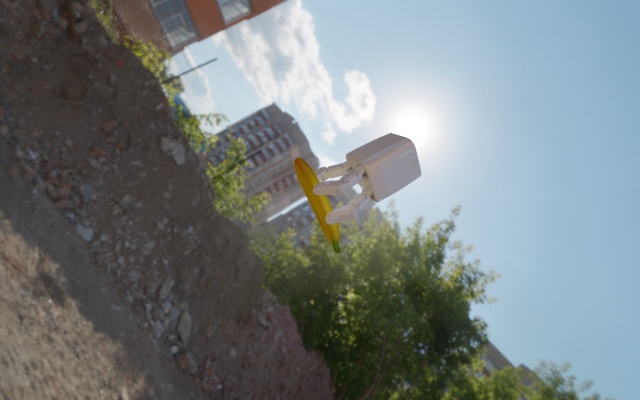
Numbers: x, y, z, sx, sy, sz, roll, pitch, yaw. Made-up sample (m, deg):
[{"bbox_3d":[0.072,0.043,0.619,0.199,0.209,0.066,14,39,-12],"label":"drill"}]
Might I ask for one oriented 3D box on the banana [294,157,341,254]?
[{"bbox_3d":[-0.002,0.003,0.916,0.037,0.198,0.069,-27,12,-5],"label":"banana"}]
